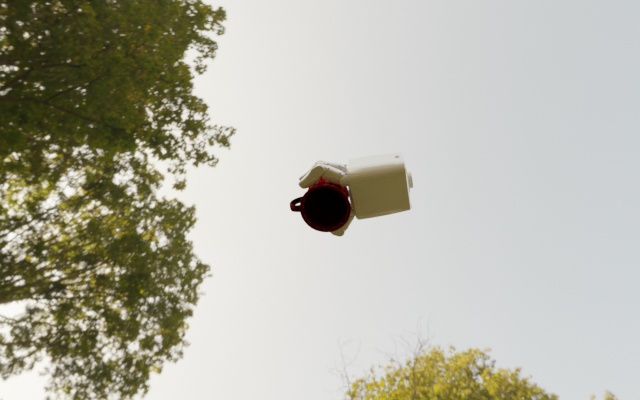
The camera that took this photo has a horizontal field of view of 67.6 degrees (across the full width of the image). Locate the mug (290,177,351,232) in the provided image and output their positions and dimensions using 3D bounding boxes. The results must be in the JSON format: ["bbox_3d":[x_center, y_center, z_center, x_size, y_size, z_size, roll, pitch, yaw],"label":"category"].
[{"bbox_3d":[-0.001,0.003,0.898,0.117,0.093,0.081,-8,20,8],"label":"mug"}]
